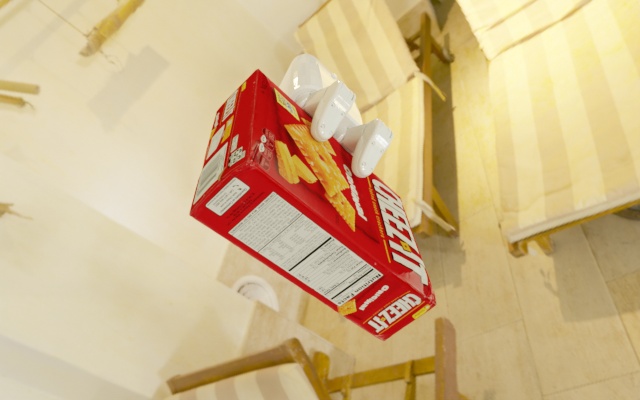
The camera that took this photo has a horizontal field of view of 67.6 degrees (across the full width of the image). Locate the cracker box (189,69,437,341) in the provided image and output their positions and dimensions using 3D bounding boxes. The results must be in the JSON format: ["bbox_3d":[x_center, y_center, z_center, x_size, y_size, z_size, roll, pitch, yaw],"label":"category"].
[{"bbox_3d":[0.000,0.001,0.429,0.214,0.072,0.164,38,26,-27],"label":"cracker box"}]
